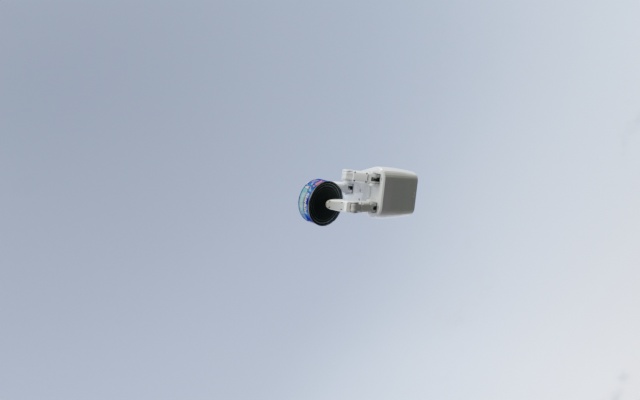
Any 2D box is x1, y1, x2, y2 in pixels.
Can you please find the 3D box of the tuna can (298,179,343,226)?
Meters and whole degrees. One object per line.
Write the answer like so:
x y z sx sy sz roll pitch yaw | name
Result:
0.000 0.003 0.894 0.086 0.086 0.033 0 11 -42 | tuna can
